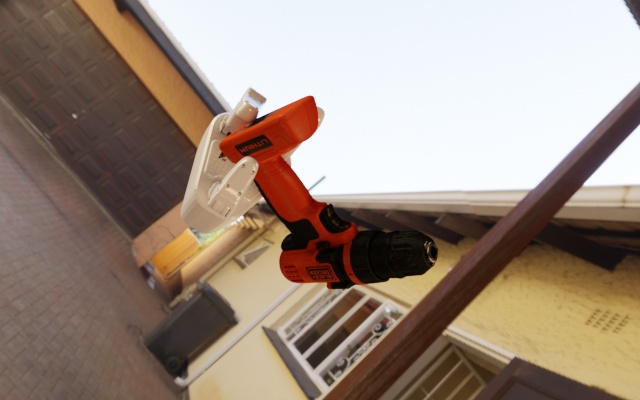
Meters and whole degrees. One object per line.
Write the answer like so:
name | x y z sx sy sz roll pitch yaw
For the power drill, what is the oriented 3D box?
power drill | 0.000 0.001 0.450 0.184 0.188 0.057 -12 23 41
